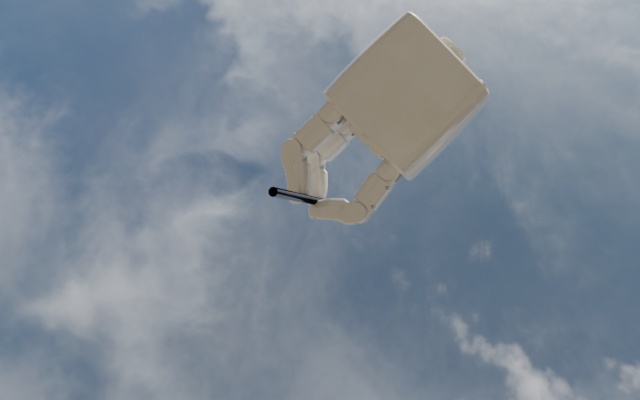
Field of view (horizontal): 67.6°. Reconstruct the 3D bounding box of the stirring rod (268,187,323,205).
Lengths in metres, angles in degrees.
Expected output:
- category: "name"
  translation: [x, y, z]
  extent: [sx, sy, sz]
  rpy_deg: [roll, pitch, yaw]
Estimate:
- category: "stirring rod"
  translation: [0.000, 0.002, 0.485]
  extent: [0.011, 0.011, 0.239]
  rpy_deg: [0, -4, 18]
